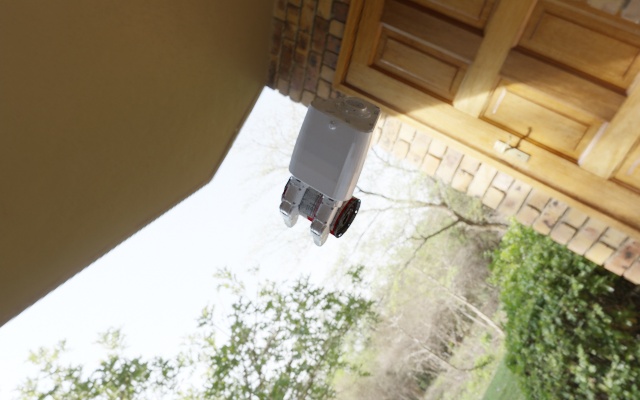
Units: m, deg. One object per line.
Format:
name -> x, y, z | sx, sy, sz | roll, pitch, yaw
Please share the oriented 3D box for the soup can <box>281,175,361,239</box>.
soup can -> 0.000, 0.003, 0.713 | 0.102, 0.068, 0.068 | 31, 10, 18
